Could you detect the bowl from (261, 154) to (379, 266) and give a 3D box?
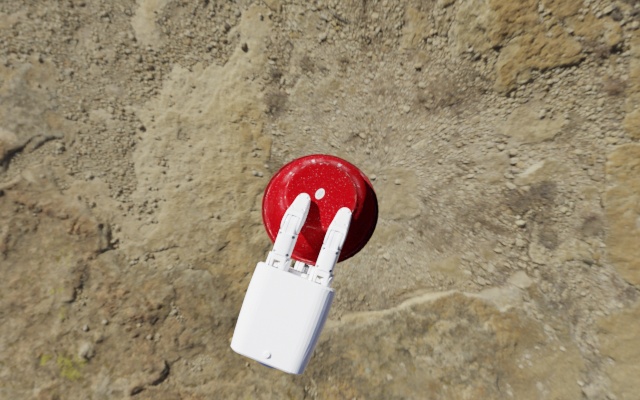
[{"bbox_3d":[0.000,0.001,0.633,0.162,0.162,0.055,0,-19,-1],"label":"bowl"}]
